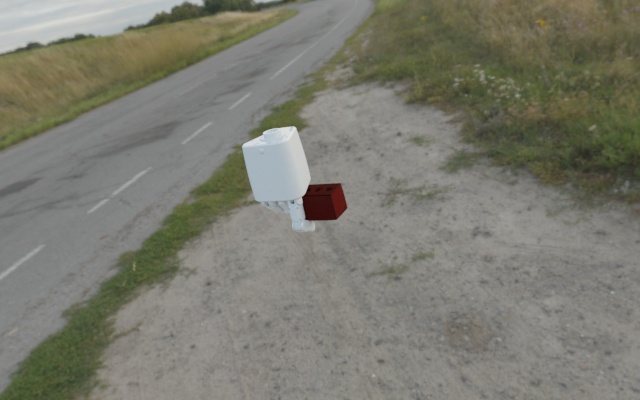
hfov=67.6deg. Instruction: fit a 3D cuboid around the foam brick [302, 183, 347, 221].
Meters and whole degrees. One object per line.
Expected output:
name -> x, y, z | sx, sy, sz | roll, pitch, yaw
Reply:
foam brick -> 0.000, 0.003, 0.869 | 0.078, 0.051, 0.053 | -2, 23, 26
